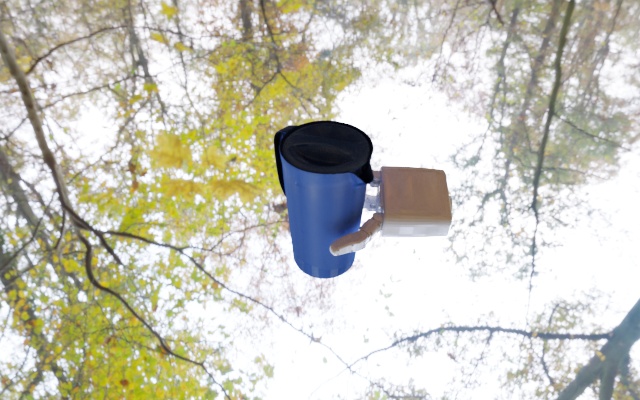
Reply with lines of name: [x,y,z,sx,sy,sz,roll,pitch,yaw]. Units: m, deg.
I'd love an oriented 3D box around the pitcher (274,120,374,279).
pitcher: [0.000,0.002,0.752,0.145,0.243,0.149,-1,41,-2]
